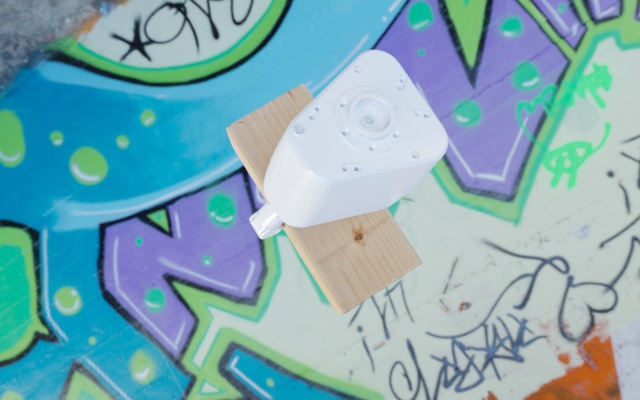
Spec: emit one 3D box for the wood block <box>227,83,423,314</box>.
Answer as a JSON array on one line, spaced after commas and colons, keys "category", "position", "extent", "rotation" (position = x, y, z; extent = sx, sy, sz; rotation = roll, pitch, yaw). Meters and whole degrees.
[{"category": "wood block", "position": [0.000, 0.002, 0.485], "extent": [0.091, 0.206, 0.090], "rotation": [-31, -8, -8]}]
